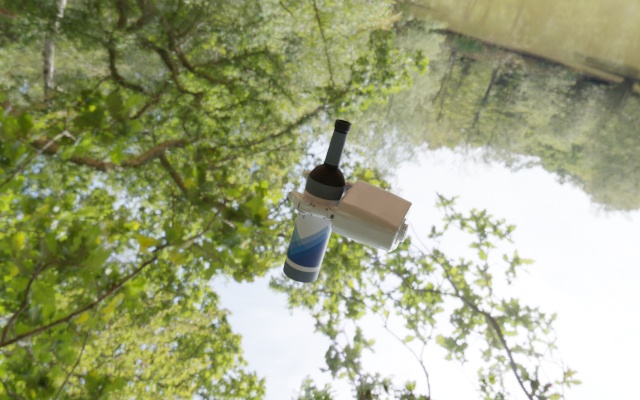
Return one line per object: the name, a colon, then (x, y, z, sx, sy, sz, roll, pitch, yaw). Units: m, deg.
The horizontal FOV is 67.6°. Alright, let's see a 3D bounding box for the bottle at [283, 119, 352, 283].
bottle: (0.000, 0.003, 0.837, 0.069, 0.296, 0.069, 14, 20, -5)
